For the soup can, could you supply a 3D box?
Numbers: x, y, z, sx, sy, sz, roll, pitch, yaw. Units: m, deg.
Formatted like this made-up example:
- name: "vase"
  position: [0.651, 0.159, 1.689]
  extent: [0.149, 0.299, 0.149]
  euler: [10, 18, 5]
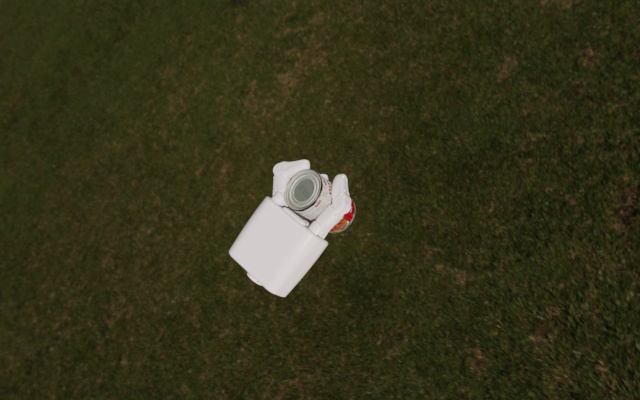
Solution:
- name: "soup can"
  position: [0.000, 0.002, 0.732]
  extent: [0.068, 0.068, 0.102]
  euler: [0, -21, 35]
